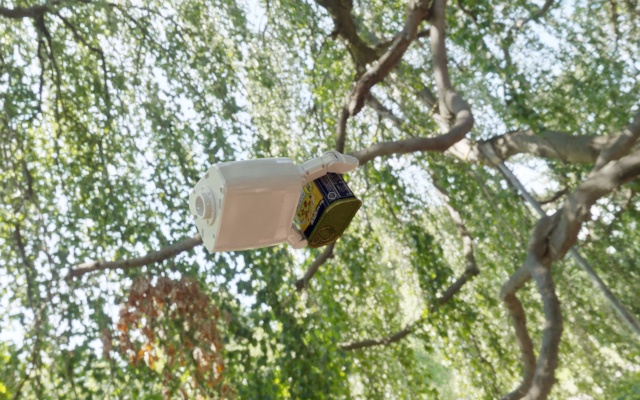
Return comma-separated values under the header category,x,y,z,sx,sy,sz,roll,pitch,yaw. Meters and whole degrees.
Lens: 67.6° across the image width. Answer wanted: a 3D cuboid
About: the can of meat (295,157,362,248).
category,x,y,z,sx,sy,sz,roll,pitch,yaw
can of meat,0.000,0.002,0.661,0.057,0.084,0.102,-10,-35,-34
